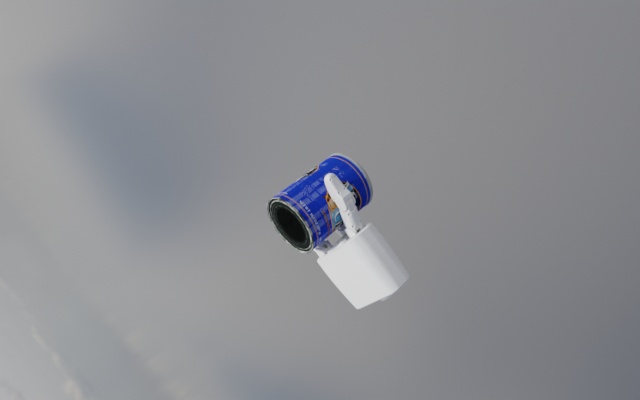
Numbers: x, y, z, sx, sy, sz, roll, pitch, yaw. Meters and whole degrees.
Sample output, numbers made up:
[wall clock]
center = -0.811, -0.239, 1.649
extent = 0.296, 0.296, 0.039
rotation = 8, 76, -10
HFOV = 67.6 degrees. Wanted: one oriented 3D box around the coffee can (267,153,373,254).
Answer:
[coffee can]
center = 0.000, 0.002, 0.760
extent = 0.140, 0.103, 0.103
rotation = -38, 21, -29
